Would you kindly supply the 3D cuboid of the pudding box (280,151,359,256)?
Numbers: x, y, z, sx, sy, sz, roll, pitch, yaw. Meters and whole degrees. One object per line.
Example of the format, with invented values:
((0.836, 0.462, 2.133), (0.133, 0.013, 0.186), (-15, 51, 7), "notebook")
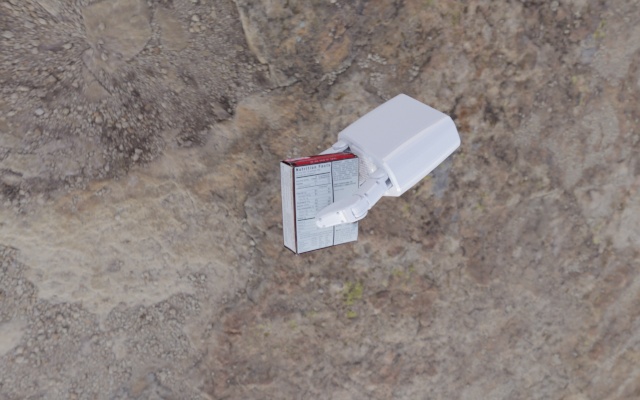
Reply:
((0.000, 0.002, 0.573), (0.090, 0.113, 0.039), (-10, 19, -26), "pudding box")
